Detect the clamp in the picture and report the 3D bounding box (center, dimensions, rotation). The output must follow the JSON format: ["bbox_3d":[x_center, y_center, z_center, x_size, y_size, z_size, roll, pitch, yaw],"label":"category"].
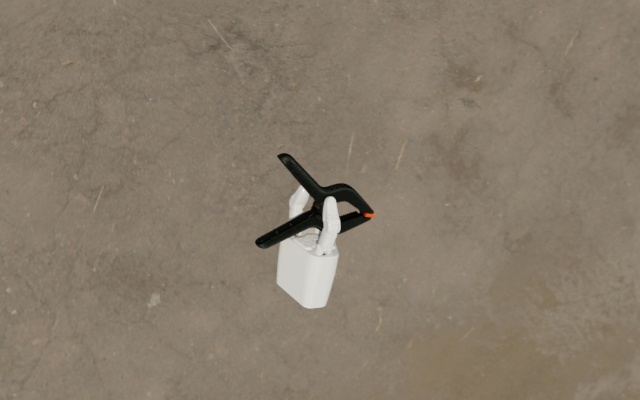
[{"bbox_3d":[0.001,0.003,0.804,0.210,0.165,0.036,0,24,-25],"label":"clamp"}]
